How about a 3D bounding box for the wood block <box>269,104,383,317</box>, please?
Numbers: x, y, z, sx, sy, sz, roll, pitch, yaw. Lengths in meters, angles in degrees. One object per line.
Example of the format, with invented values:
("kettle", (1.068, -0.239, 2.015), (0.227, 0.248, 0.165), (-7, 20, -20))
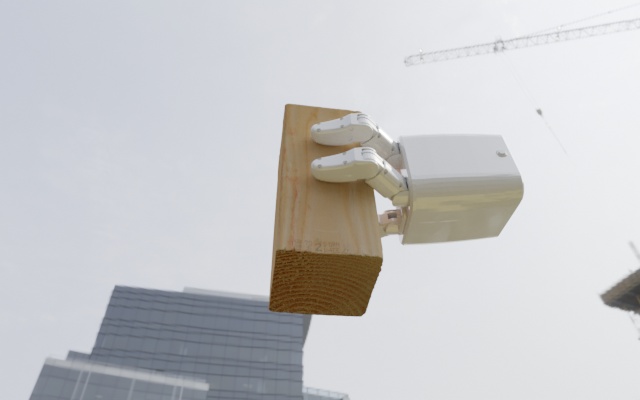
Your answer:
("wood block", (0.000, 0.002, 0.478), (0.090, 0.091, 0.206), (5, 44, -6))
